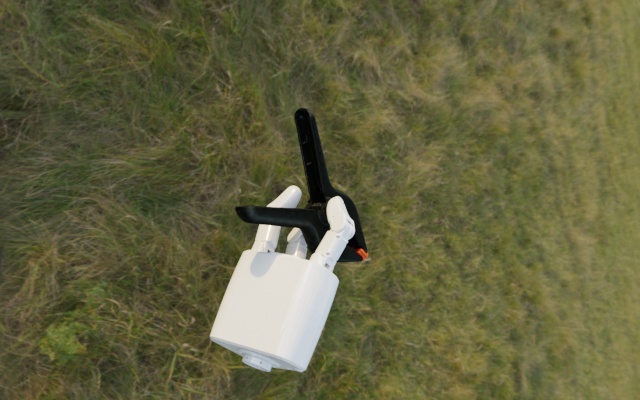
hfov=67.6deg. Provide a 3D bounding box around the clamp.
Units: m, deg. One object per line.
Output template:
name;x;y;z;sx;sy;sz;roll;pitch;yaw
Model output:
clamp;0.001;0.002;0.590;0.036;0.164;0.210;-2;-34;42
